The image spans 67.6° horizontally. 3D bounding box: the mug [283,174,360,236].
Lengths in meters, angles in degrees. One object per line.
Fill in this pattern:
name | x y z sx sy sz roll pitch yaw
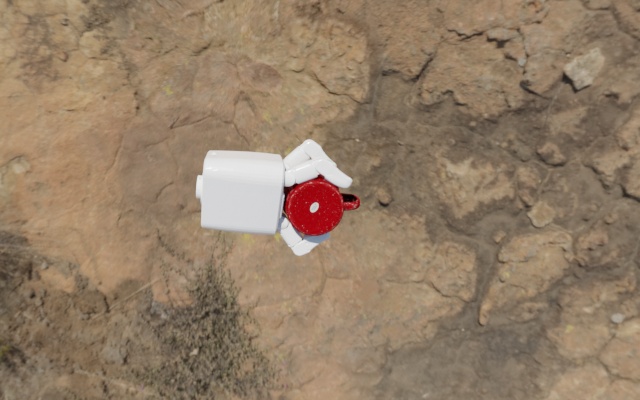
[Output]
mug | 0.002 0.002 0.694 0.117 0.093 0.081 4 15 -9
